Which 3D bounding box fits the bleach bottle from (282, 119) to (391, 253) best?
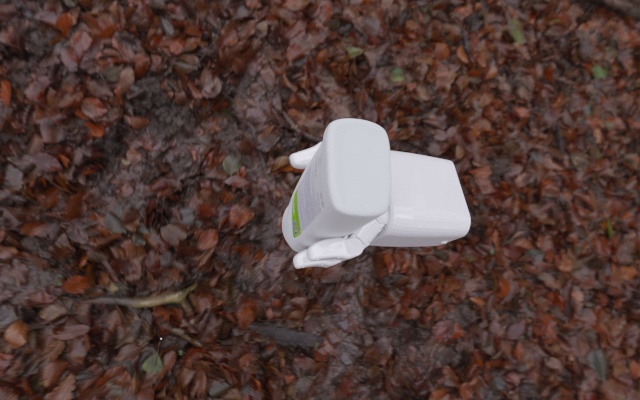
[{"bbox_3d":[0.000,0.002,0.562,0.068,0.102,0.251,4,-17,-17],"label":"bleach bottle"}]
